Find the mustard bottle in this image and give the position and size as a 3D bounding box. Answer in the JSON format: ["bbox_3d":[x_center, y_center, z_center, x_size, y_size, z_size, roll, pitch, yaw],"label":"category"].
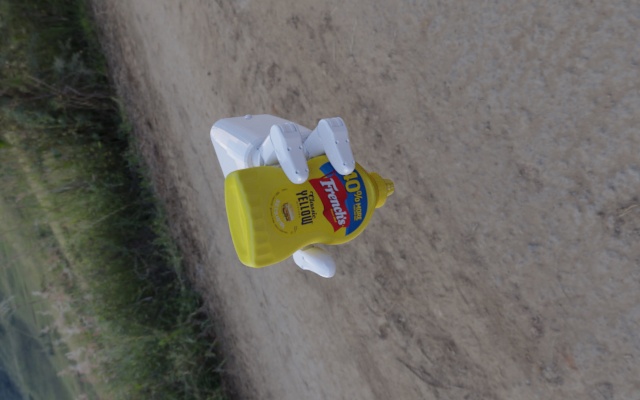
[{"bbox_3d":[0.000,0.002,0.503,0.191,0.096,0.058,-13,4,-32],"label":"mustard bottle"}]
